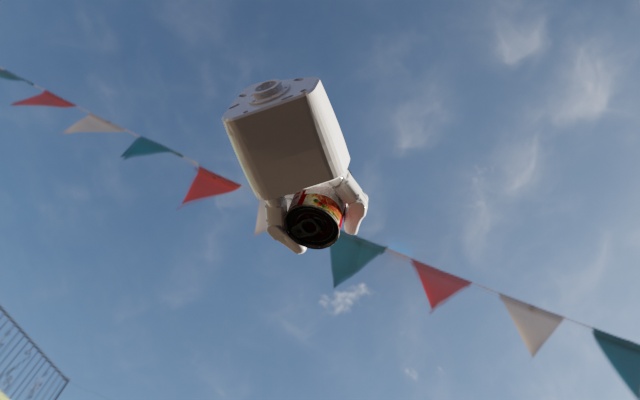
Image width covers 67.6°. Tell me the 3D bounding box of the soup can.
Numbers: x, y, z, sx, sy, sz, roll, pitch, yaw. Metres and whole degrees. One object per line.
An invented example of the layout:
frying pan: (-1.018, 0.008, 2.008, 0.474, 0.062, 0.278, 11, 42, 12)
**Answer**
soup can: (0.000, 0.002, 0.599, 0.068, 0.069, 0.102, 0, 38, 16)
